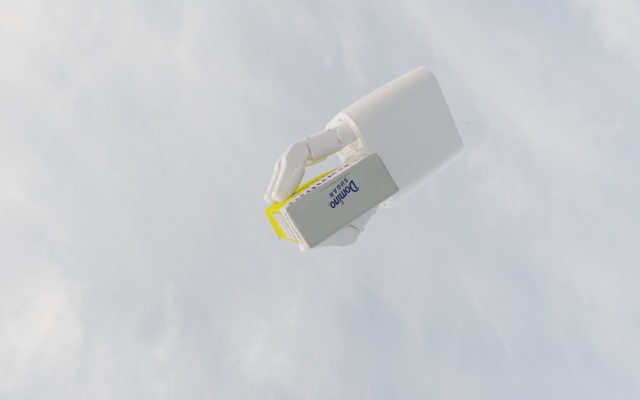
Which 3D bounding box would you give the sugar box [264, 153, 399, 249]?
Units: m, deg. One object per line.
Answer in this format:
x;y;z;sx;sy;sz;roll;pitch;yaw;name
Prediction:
0.000;0.001;0.469;0.093;0.048;0.176;-33;3;-12;sugar box
